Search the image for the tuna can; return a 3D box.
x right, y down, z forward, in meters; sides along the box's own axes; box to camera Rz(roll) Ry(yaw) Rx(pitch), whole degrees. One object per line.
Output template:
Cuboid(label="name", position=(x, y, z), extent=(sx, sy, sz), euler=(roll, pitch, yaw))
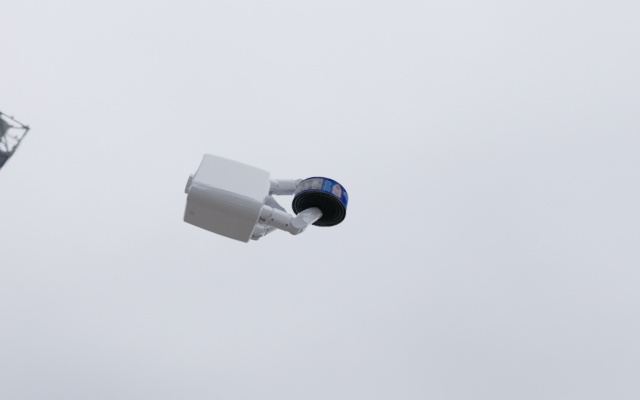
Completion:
Cuboid(label="tuna can", position=(0.000, 0.002, 0.740), extent=(0.086, 0.033, 0.086), euler=(8, -39, 7))
